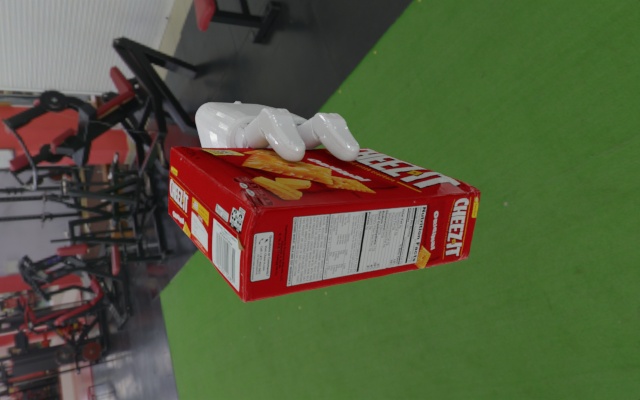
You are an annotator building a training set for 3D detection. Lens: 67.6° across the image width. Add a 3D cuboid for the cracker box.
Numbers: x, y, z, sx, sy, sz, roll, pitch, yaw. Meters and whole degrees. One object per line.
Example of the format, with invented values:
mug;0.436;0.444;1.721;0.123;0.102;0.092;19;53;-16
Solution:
cracker box;0.000;0.002;0.407;0.213;0.072;0.164;-5;21;-33
